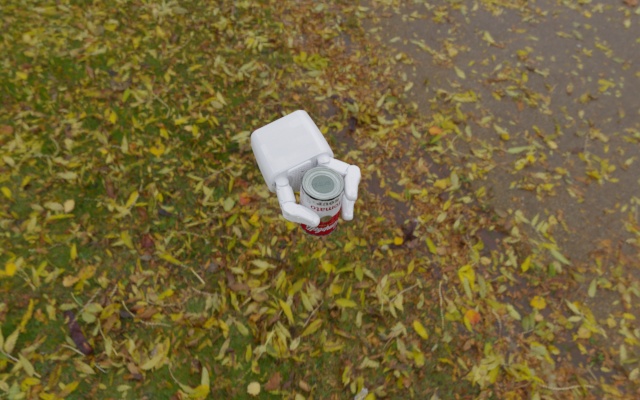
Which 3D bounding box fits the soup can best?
[{"bbox_3d":[0.000,0.003,0.763,0.068,0.068,0.102,0,-36,-6],"label":"soup can"}]
